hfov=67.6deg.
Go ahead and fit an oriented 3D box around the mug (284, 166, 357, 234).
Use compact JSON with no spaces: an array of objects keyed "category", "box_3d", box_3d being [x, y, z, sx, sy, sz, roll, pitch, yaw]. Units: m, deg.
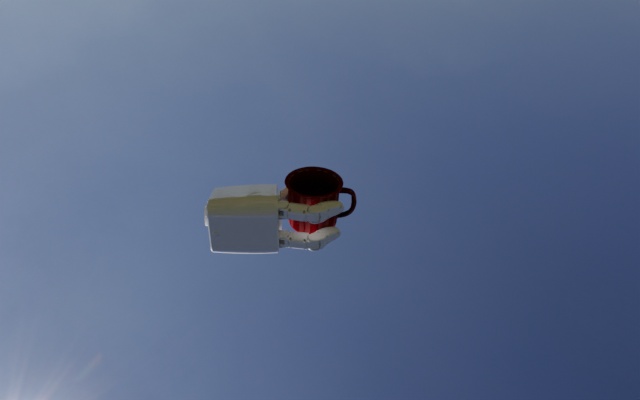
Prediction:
[{"category":"mug","box_3d":[0.002,0.003,0.778,0.117,0.082,0.093,0,34,-3]}]
